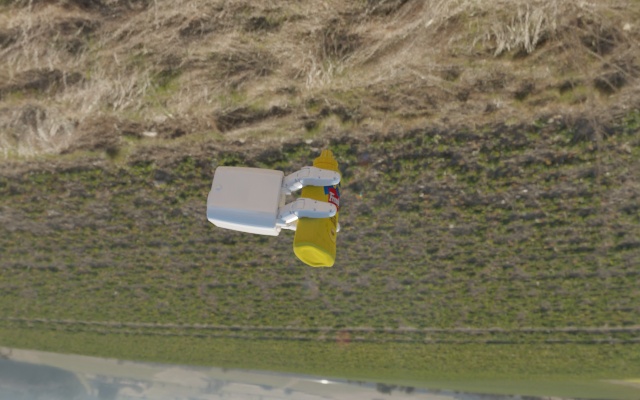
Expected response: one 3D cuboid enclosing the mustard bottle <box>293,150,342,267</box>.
[{"bbox_3d":[0.000,0.003,0.765,0.058,0.191,0.096,-5,-30,21],"label":"mustard bottle"}]
